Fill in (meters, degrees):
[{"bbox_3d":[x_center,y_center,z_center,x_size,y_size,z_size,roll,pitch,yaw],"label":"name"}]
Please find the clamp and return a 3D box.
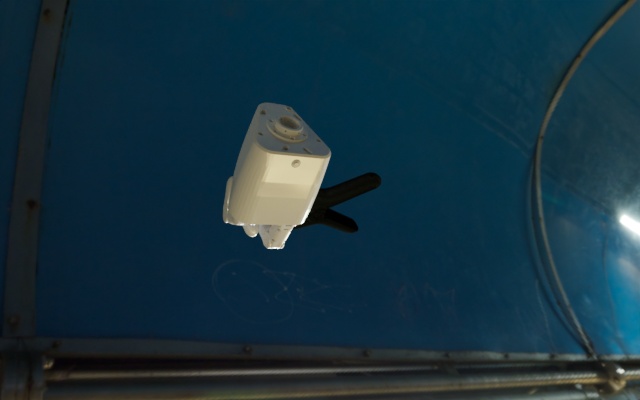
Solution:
[{"bbox_3d":[0.000,0.002,0.659,0.171,0.120,0.039,2,43,-29],"label":"clamp"}]
